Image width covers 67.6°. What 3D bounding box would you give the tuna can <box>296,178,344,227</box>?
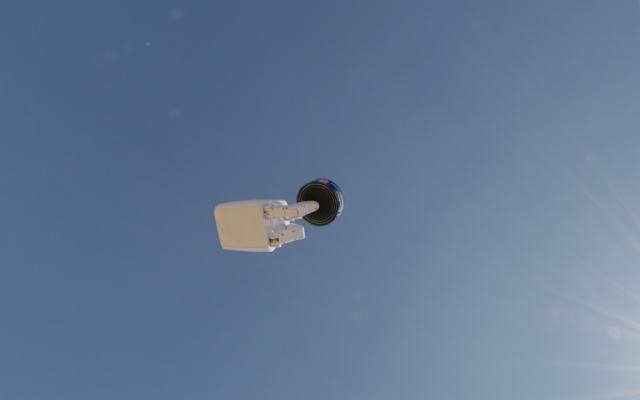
[{"bbox_3d":[0.000,0.003,0.888,0.086,0.086,0.033,0,14,25],"label":"tuna can"}]
